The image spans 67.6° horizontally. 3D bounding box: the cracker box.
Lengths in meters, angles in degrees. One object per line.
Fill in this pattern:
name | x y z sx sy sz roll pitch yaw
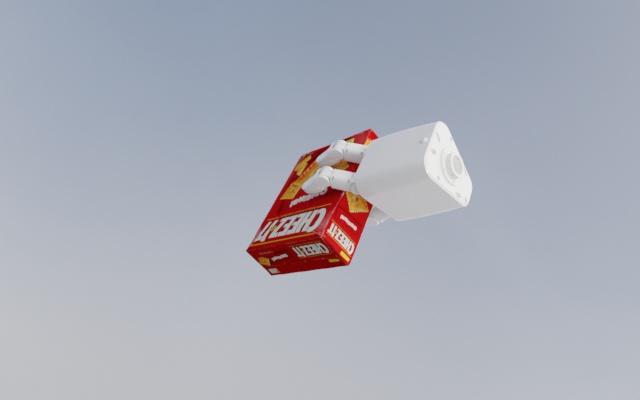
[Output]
cracker box | 0.000 0.002 0.724 0.164 0.213 0.072 -16 -53 43
